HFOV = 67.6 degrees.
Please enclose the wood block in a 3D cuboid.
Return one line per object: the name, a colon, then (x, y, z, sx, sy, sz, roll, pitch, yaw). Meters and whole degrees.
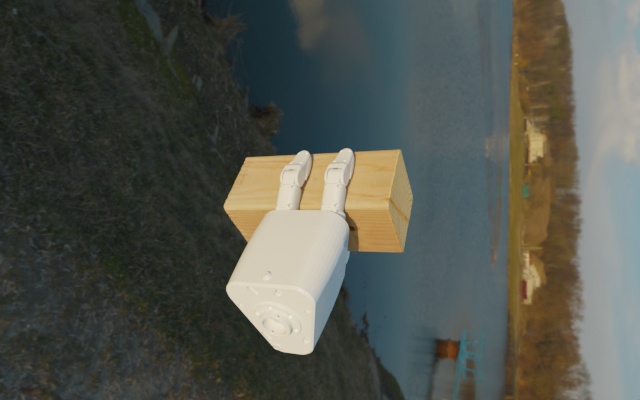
wood block: (0.000, 0.002, 0.595, 0.206, 0.090, 0.091, 0, -40, 23)
